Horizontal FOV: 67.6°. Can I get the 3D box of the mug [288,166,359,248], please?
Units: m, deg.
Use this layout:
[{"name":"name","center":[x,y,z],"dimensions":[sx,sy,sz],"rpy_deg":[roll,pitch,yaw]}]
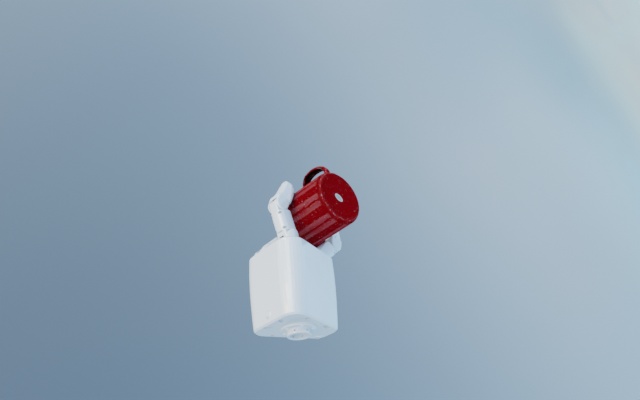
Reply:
[{"name":"mug","center":[0.000,0.001,0.698],"dimensions":[0.093,0.117,0.081],"rpy_deg":[22,-42,-37]}]
